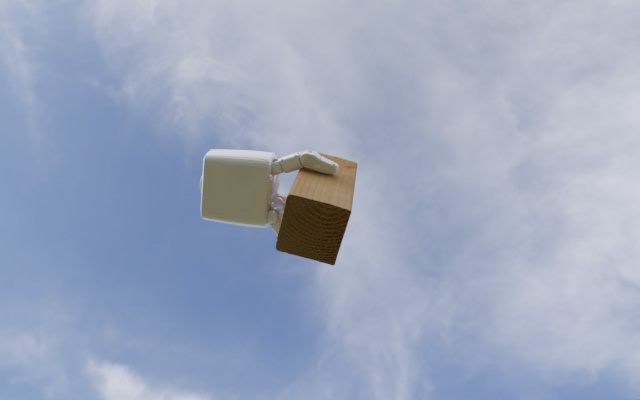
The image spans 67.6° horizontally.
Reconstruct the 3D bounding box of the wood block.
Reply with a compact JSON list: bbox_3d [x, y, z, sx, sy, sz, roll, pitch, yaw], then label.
[{"bbox_3d":[0.000,0.002,0.742,0.090,0.091,0.206,15,24,0],"label":"wood block"}]
